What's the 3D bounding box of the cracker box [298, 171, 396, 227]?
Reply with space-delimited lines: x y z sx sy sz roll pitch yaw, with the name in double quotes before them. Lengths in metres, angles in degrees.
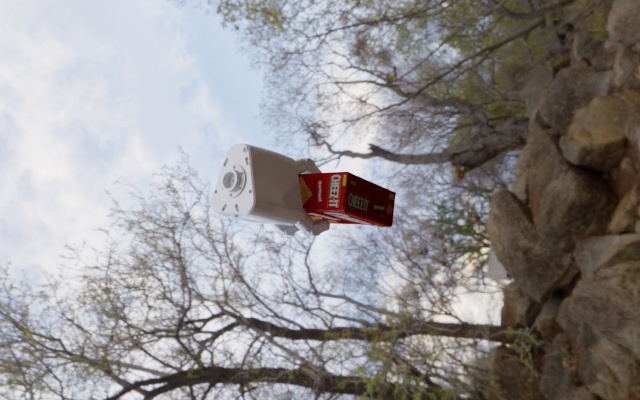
"cracker box" 0.000 0.003 0.845 0.213 0.072 0.164 0 -10 36
